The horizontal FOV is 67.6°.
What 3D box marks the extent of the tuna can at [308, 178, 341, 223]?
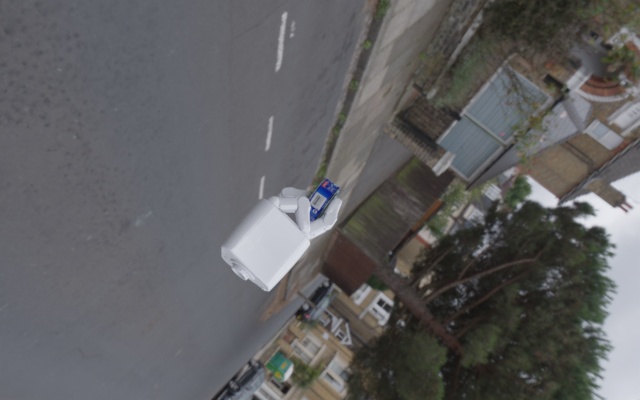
[{"bbox_3d":[0.001,0.003,0.871,0.034,0.086,0.086,34,4,6],"label":"tuna can"}]
